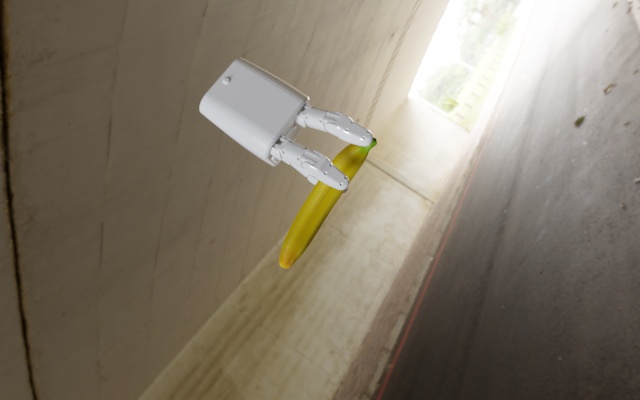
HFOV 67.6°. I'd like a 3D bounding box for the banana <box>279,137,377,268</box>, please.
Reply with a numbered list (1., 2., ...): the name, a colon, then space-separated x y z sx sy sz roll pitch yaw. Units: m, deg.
1. banana: 0.003 -0.002 0.617 0.037 0.198 0.069 33 7 1
